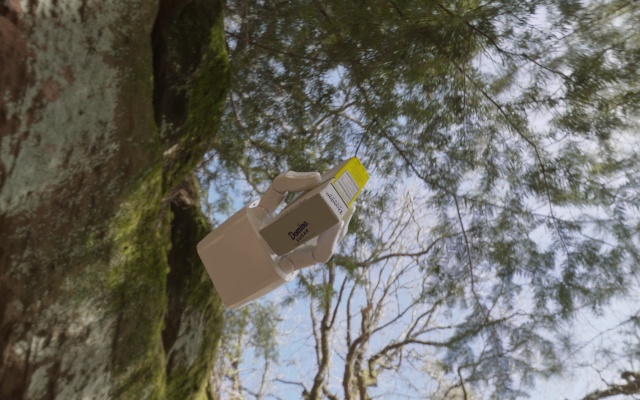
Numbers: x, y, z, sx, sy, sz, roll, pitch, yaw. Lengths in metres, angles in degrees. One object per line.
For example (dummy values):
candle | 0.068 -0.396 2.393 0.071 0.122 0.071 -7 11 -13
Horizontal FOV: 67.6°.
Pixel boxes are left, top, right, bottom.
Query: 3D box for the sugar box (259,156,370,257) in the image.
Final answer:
sugar box | 0.000 0.002 0.601 0.093 0.048 0.176 -32 9 25
